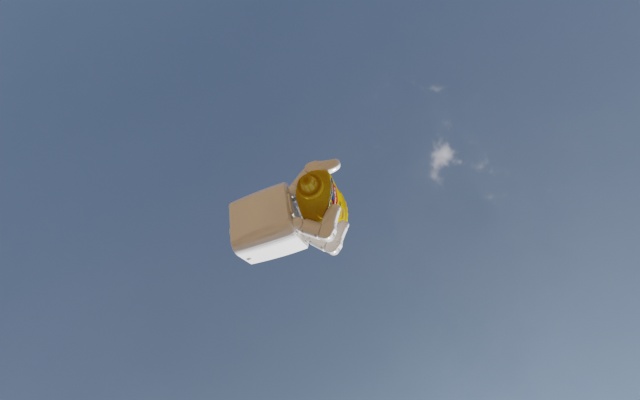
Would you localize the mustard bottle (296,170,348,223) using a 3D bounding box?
[{"bbox_3d":[0.001,0.003,0.800,0.058,0.096,0.192,4,-20,17],"label":"mustard bottle"}]
